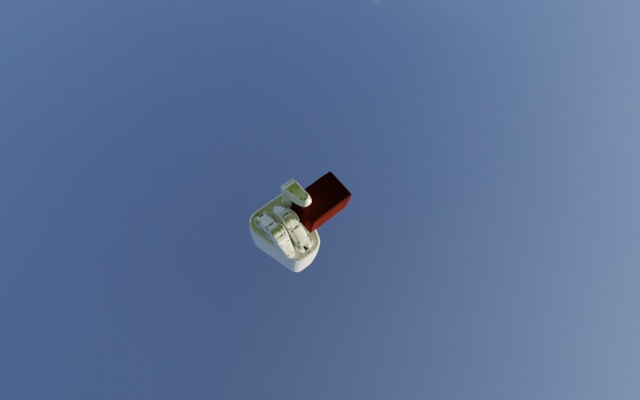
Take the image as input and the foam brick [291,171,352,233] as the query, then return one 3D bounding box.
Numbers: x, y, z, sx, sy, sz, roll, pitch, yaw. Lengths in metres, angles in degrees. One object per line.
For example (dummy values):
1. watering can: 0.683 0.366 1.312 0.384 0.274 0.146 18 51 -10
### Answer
1. foam brick: 0.000 0.002 0.746 0.078 0.053 0.051 -36 -14 -17
